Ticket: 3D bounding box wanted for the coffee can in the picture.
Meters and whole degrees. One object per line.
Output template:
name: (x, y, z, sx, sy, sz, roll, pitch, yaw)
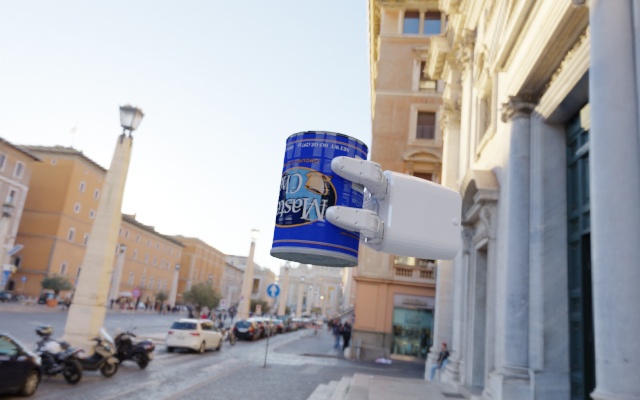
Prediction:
coffee can: (0.000, 0.002, 0.563, 0.103, 0.140, 0.103, 6, -14, 2)
